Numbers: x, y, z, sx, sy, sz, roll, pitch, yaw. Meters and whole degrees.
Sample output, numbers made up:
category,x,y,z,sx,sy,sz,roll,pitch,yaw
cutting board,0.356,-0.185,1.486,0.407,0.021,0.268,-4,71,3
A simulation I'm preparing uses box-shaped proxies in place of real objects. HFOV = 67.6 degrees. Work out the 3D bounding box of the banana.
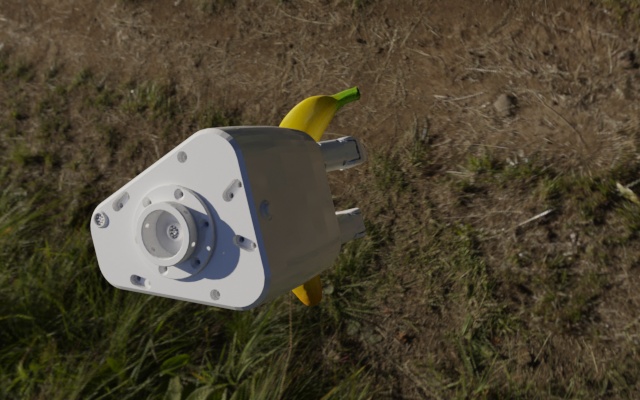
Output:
category,x,y,z,sx,sy,sz,roll,pitch,yaw
banana,-0.017,-0.006,0.417,0.069,0.198,0.037,12,8,10
